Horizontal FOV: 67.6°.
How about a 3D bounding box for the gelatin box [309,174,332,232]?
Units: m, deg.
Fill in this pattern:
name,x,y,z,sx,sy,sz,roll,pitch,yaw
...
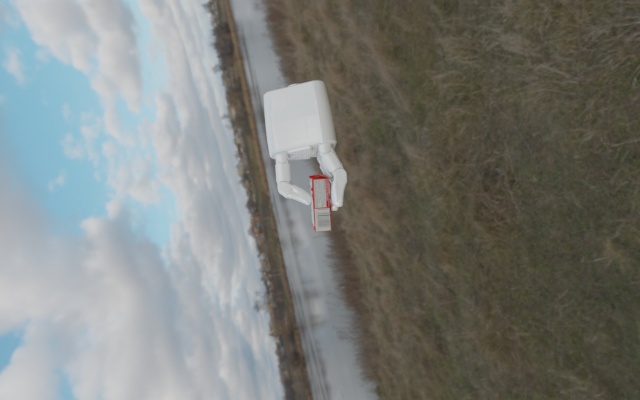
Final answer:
name,x,y,z,sx,sy,sz,roll,pitch,yaw
gelatin box,0.000,0.003,0.787,0.030,0.089,0.073,-3,5,-4
